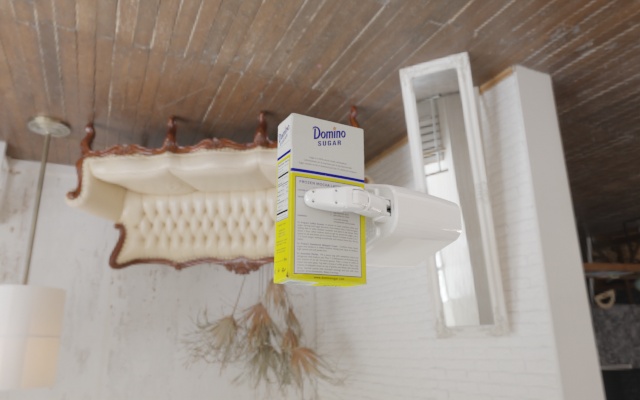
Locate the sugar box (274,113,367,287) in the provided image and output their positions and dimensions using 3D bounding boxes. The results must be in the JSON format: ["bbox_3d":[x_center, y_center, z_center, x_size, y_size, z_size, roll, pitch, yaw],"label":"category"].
[{"bbox_3d":[0.000,0.002,0.516,0.093,0.176,0.048,9,-19,-27],"label":"sugar box"}]
